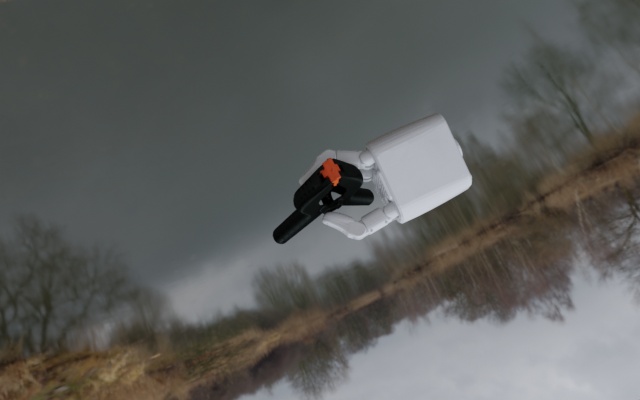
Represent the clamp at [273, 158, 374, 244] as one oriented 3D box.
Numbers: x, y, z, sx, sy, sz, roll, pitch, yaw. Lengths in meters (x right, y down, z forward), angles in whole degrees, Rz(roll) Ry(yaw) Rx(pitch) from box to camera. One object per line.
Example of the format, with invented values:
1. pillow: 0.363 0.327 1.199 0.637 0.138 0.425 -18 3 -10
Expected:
1. clamp: 0.001 0.003 0.636 0.164 0.036 0.210 -27 -15 -3
